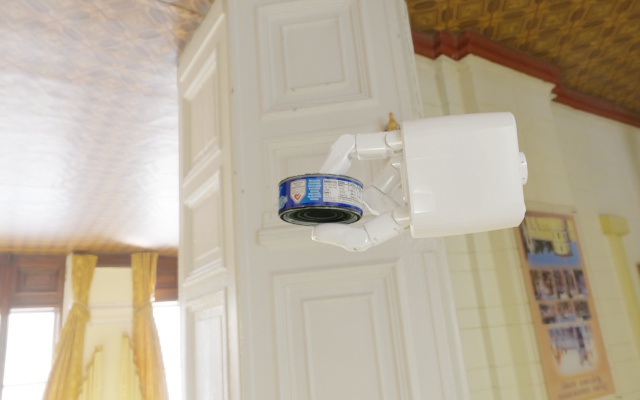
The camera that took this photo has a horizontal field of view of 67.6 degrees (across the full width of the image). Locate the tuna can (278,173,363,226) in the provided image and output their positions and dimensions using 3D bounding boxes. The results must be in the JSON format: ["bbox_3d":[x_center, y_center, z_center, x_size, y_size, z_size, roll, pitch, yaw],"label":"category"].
[{"bbox_3d":[0.000,0.002,0.477,0.086,0.033,0.086,0,-15,0],"label":"tuna can"}]
